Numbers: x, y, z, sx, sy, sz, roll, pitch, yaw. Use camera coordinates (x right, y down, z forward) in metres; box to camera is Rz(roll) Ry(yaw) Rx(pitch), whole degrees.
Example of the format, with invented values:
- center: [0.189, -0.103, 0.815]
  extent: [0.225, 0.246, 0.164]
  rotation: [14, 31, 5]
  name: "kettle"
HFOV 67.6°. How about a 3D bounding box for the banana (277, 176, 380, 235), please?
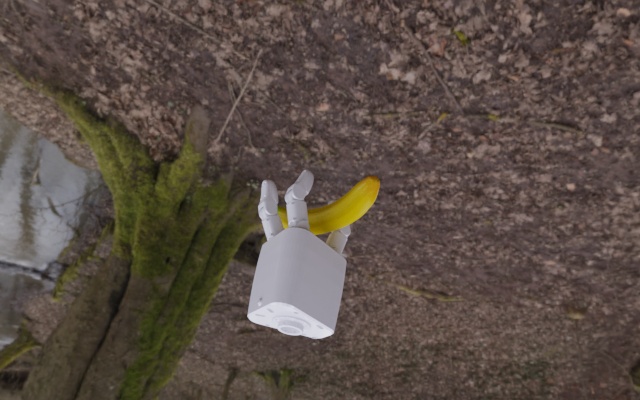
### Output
- center: [0.007, 0.015, 0.669]
  extent: [0.198, 0.037, 0.070]
  rotation: [-14, -49, 34]
  name: "banana"
